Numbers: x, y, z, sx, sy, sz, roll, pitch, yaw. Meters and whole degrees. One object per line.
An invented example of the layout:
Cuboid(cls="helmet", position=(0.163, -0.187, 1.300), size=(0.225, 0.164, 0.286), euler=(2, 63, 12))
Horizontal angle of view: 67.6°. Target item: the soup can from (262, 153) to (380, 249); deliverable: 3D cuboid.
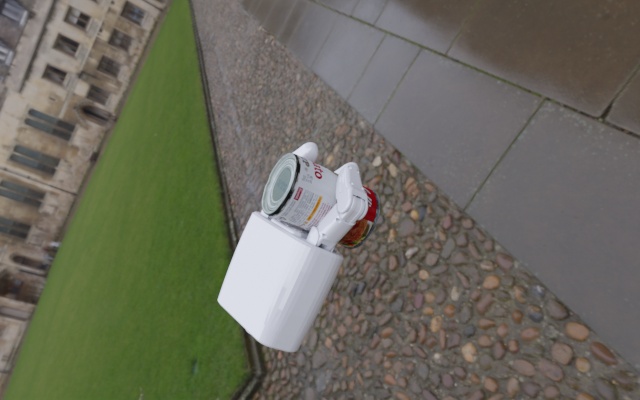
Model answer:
Cuboid(cls="soup can", position=(0.000, 0.001, 0.486), size=(0.102, 0.068, 0.068), euler=(24, -11, -27))
